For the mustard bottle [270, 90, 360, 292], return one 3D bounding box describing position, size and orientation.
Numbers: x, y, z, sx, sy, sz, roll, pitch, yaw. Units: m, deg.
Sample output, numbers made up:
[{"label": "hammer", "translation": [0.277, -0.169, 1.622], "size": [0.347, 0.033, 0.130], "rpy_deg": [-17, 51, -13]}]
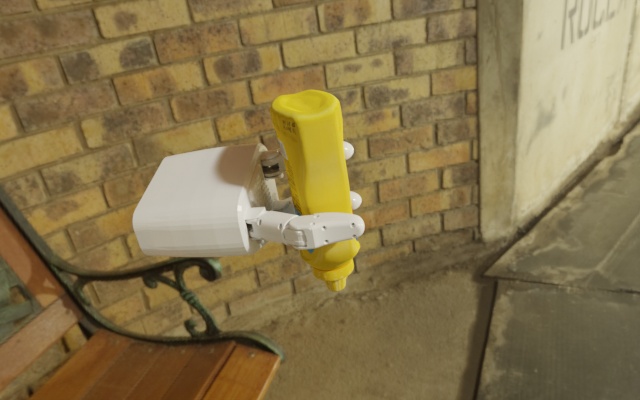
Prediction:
[{"label": "mustard bottle", "translation": [0.000, 0.001, 0.440], "size": [0.058, 0.192, 0.096], "rpy_deg": [-15, 25, -10]}]
